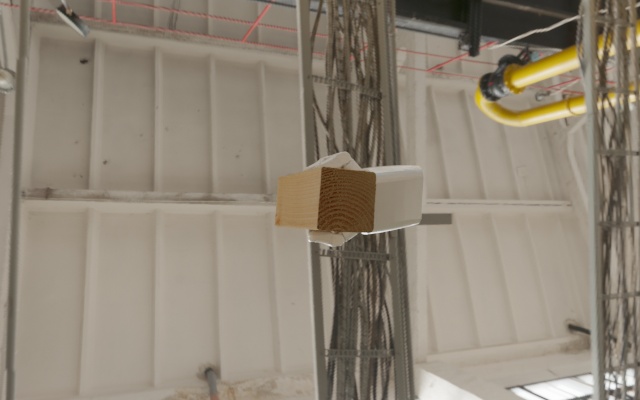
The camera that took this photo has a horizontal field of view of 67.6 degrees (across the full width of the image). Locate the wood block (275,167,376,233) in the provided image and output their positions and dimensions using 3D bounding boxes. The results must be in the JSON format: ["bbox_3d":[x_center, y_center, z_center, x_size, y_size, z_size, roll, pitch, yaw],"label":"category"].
[{"bbox_3d":[0.000,0.003,0.769,0.090,0.091,0.206,5,-3,-22],"label":"wood block"}]
